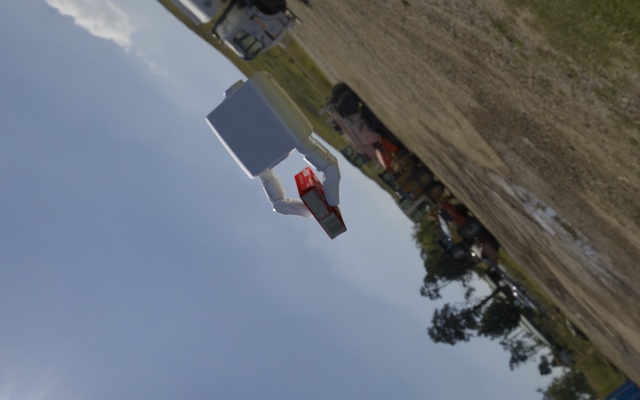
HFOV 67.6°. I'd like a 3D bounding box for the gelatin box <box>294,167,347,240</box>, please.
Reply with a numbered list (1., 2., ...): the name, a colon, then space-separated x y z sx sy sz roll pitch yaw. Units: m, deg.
1. gelatin box: 0.000 0.003 0.692 0.030 0.089 0.073 -32 25 7
